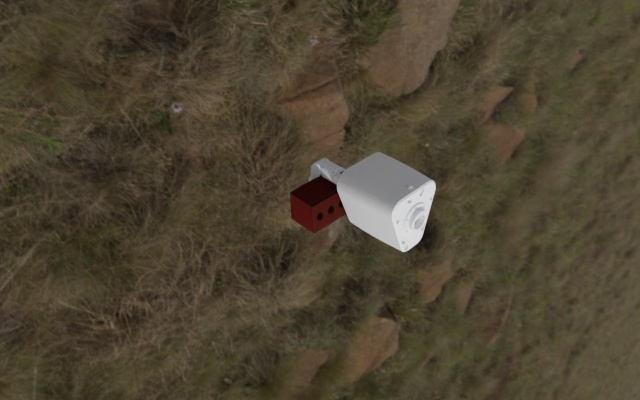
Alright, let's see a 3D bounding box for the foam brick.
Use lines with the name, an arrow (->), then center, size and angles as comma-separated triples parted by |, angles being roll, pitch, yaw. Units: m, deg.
foam brick -> 0.000, 0.003, 0.720 | 0.078, 0.053, 0.051 | -31, 47, -30
